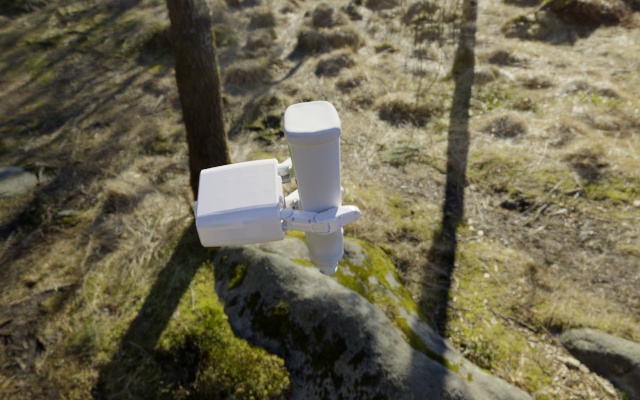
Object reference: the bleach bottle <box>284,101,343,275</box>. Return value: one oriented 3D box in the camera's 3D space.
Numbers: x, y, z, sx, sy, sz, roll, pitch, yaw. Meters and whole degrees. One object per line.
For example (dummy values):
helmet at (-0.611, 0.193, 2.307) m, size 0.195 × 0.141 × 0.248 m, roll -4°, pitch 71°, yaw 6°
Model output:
bleach bottle at (0.000, 0.002, 0.641) m, size 0.068 × 0.251 × 0.102 m, roll -7°, pitch 33°, yaw -1°
